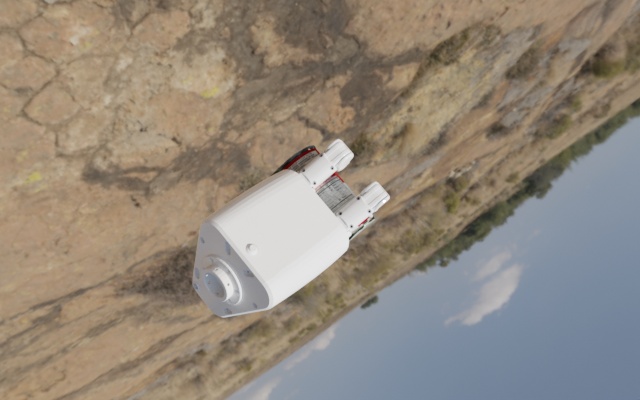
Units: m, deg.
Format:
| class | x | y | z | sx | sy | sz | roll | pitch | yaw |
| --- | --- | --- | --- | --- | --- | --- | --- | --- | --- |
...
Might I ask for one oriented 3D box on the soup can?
| class | x | y | z | sx | sy | sz | roll | pitch | yaw |
| --- | --- | --- | --- | --- | --- | --- | --- | --- | --- |
| soup can | 0.001 | 0.002 | 0.505 | 0.068 | 0.102 | 0.068 | -40 | -6 | -5 |
